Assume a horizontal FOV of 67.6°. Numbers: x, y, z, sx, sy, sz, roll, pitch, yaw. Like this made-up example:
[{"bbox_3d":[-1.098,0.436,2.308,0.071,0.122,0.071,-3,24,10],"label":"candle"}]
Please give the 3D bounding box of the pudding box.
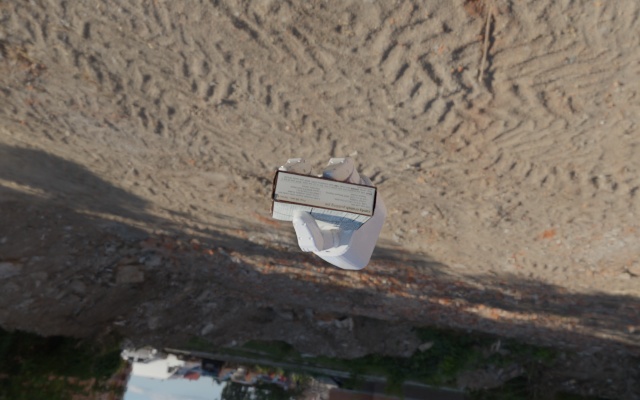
[{"bbox_3d":[0.000,0.002,0.543,0.113,0.039,0.090,8,-15,-5],"label":"pudding box"}]
